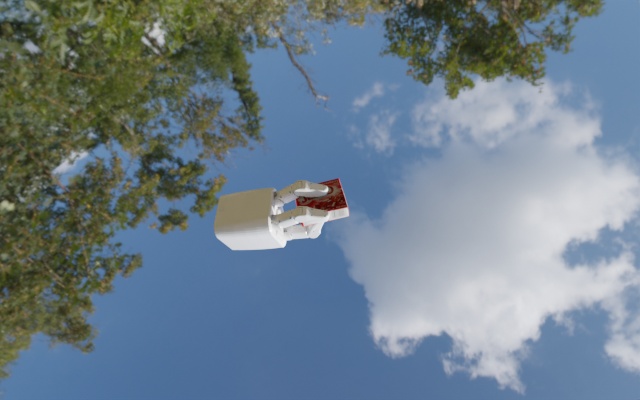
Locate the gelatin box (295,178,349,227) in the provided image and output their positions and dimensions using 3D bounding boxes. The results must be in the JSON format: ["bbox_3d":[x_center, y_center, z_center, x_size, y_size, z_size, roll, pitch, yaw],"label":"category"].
[{"bbox_3d":[0.001,0.003,0.865,0.089,0.073,0.030,-13,-41,-3],"label":"gelatin box"}]
